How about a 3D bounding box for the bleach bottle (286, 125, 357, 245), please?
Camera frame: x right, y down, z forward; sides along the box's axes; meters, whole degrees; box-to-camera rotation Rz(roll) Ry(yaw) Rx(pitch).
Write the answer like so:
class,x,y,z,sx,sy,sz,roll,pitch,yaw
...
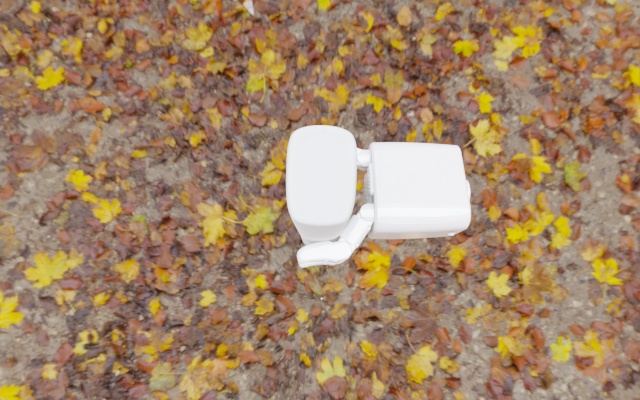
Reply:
class,x,y,z,sx,sy,sz,roll,pitch,yaw
bleach bottle,0.000,0.002,0.568,0.068,0.102,0.251,2,-12,0
